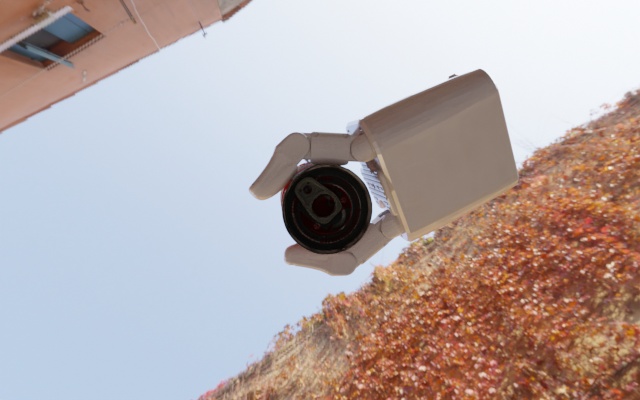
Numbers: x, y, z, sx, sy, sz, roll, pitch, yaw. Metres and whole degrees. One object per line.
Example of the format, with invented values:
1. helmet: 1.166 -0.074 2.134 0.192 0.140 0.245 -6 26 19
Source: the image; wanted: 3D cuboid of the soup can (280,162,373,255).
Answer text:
1. soup can: 0.000 0.002 0.403 0.068 0.068 0.102 0 6 -6
